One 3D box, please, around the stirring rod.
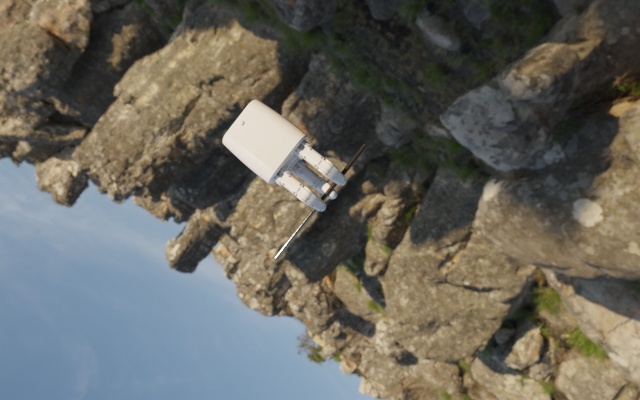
[{"bbox_3d":[0.000,0.002,0.797,0.011,0.239,0.011,38,2,-1],"label":"stirring rod"}]
